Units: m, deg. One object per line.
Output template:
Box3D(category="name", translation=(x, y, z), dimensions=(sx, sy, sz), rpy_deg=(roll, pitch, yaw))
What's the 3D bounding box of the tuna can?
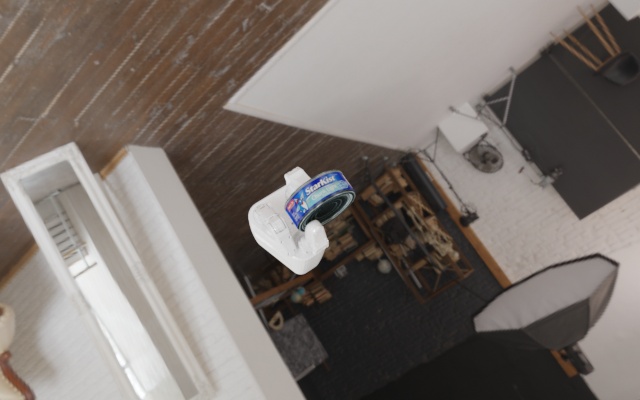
Box3D(category="tuna can", translation=(0.000, 0.002, 0.591), dimensions=(0.086, 0.033, 0.086), rpy_deg=(-30, -19, -12))
